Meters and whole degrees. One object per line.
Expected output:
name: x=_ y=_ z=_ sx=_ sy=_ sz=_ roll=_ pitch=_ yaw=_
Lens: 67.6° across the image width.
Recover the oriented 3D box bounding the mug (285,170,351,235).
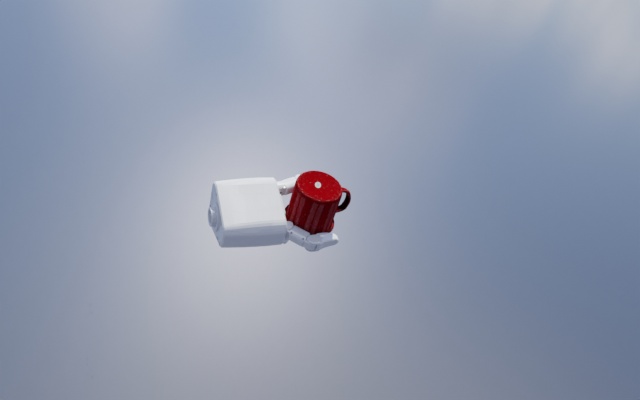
mug: x=0.002 y=0.003 z=0.823 sx=0.117 sy=0.082 sz=0.093 roll=-4 pitch=45 yaw=-24
